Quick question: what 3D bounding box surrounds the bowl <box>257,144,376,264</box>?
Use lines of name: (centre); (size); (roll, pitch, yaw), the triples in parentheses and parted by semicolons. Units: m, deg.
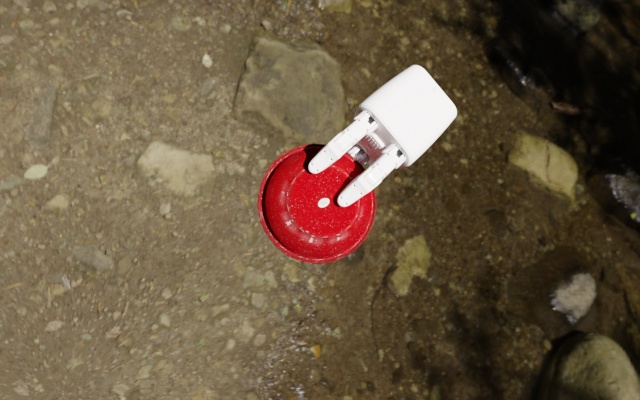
bowl: (-0.001, 0.003, 0.616); (0.162, 0.162, 0.055); (0, -4, -8)
